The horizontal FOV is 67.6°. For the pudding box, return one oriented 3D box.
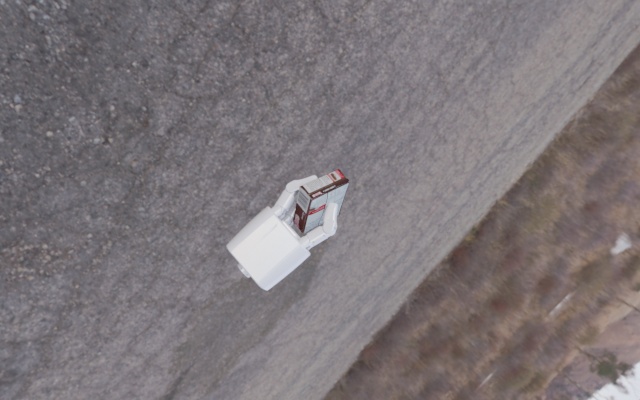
[{"bbox_3d":[0.000,0.003,0.889,0.090,0.039,0.114,-26,-27,-28],"label":"pudding box"}]
